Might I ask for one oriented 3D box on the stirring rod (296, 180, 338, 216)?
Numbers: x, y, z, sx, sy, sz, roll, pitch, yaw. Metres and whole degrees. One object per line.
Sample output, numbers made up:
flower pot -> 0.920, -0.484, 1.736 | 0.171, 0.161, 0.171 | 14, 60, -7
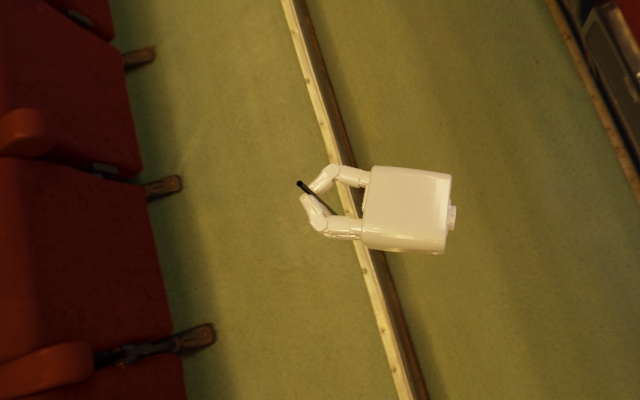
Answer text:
stirring rod -> 0.000, 0.002, 0.707 | 0.011, 0.011, 0.239 | 0, -11, 13
